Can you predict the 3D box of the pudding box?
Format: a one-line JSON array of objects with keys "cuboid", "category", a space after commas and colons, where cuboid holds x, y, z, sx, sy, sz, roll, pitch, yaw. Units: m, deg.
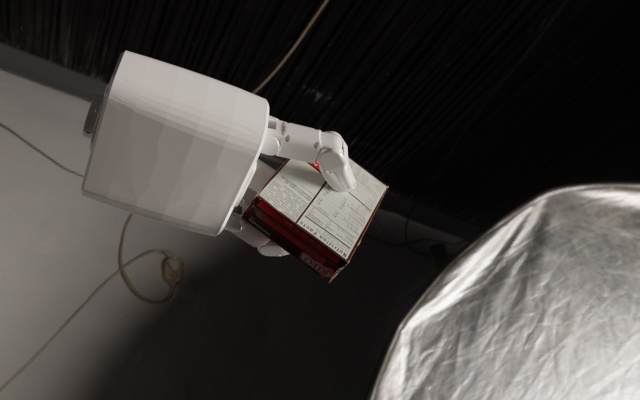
[{"cuboid": [0.000, 0.001, 0.412, 0.039, 0.090, 0.113, -50, 3, 45], "category": "pudding box"}]
